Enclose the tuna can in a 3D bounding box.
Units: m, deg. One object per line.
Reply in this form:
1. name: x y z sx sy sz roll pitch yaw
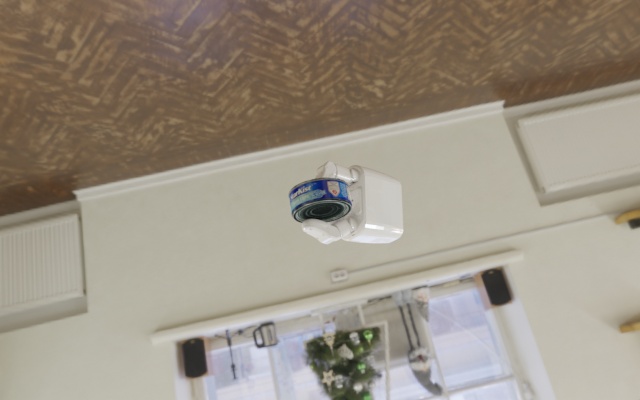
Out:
1. tuna can: 0.000 0.003 0.660 0.086 0.033 0.086 -8 -23 -3
